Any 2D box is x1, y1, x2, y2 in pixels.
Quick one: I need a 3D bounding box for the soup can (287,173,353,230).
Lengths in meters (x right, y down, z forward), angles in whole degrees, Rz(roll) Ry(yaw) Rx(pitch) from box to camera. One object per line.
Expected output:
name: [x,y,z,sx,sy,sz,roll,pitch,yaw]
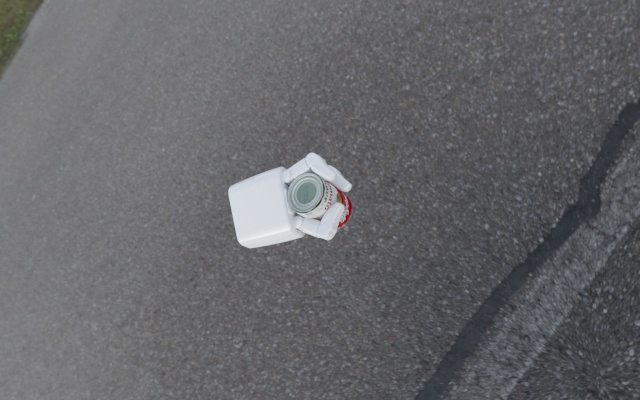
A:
soup can: [0.000,0.002,0.772,0.068,0.068,0.102,0,-18,30]
